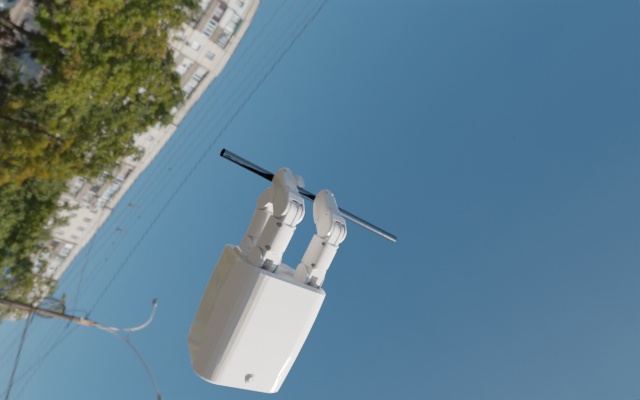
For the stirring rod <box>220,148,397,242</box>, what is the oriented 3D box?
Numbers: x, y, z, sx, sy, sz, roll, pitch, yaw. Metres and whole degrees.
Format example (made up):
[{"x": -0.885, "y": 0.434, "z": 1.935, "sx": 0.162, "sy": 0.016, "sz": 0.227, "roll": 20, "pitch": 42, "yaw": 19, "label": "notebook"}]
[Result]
[{"x": 0.000, "y": 0.002, "z": 0.493, "sx": 0.239, "sy": 0.011, "sz": 0.011, "roll": 27, "pitch": -17, "yaw": -36, "label": "stirring rod"}]
